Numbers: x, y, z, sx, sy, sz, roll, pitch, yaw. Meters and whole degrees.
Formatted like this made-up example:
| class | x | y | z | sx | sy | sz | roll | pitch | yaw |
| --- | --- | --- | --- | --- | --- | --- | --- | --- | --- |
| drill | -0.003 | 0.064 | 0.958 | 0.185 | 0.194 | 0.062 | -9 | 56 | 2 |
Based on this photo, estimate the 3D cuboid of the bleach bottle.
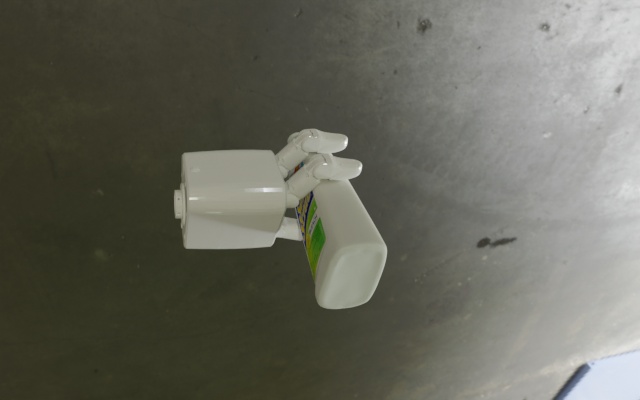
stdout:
| class | x | y | z | sx | sy | sz | roll | pitch | yaw |
| --- | --- | --- | --- | --- | --- | --- | --- | --- | --- |
| bleach bottle | 0.000 | 0.002 | 0.581 | 0.068 | 0.103 | 0.250 | -1 | 39 | -20 |
